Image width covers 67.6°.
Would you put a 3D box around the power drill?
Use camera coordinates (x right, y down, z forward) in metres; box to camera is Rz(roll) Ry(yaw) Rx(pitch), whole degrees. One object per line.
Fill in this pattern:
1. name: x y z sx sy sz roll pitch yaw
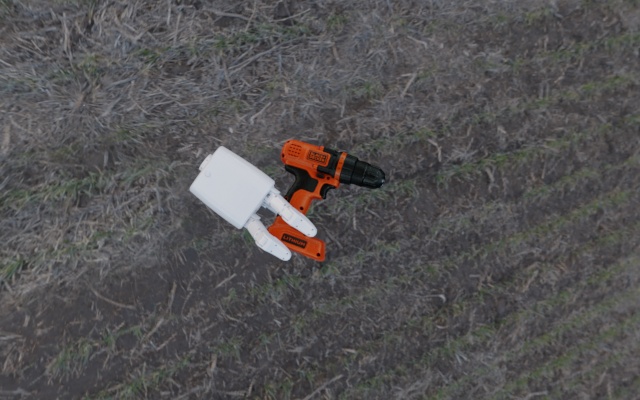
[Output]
1. power drill: 0.000 0.003 0.805 0.184 0.187 0.057 18 -11 10
